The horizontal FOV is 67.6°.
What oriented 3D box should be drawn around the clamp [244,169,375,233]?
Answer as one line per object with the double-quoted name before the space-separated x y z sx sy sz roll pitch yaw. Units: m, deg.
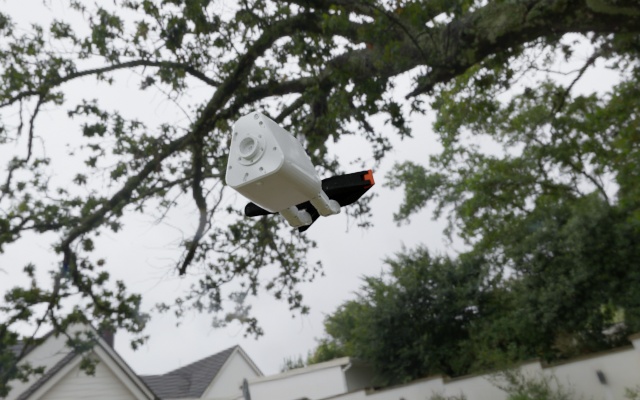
"clamp" 0.000 0.002 0.805 0.210 0.036 0.164 -21 -23 20
